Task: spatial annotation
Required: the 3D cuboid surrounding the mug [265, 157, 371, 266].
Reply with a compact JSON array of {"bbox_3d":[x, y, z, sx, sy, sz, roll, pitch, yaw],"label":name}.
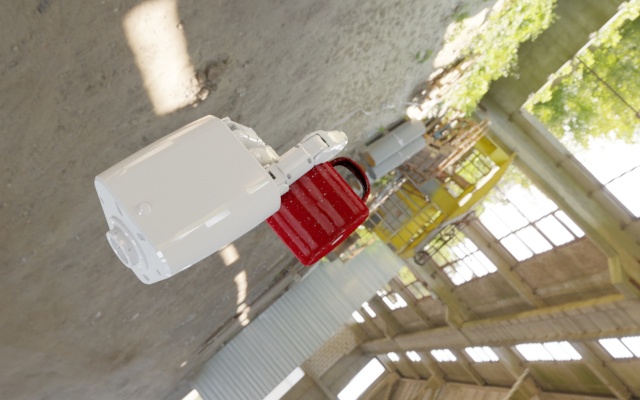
[{"bbox_3d":[0.001,0.001,0.459,0.117,0.081,0.093,-35,-11,-30],"label":"mug"}]
